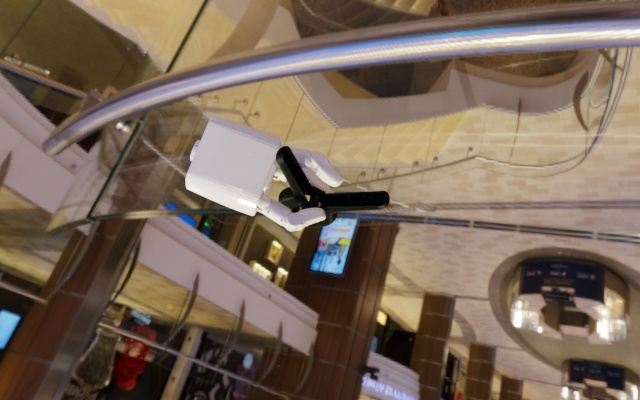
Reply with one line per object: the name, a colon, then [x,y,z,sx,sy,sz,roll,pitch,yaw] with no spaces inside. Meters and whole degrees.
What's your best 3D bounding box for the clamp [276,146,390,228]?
clamp: [0.000,0.003,0.710,0.164,0.036,0.210,22,-25,-3]
